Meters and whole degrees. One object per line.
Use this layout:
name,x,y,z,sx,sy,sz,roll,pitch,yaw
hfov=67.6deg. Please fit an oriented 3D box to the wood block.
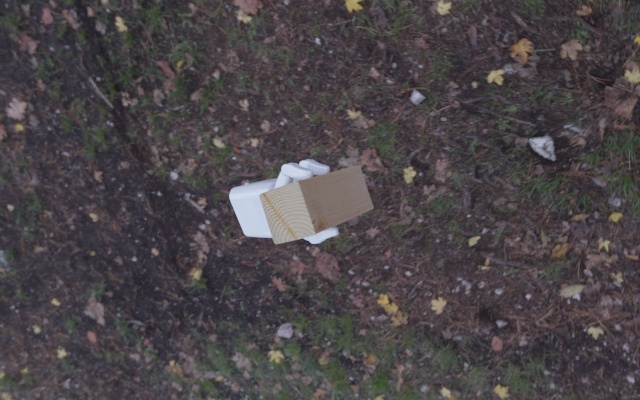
wood block,0.000,0.003,0.851,0.090,0.091,0.206,-17,2,35
